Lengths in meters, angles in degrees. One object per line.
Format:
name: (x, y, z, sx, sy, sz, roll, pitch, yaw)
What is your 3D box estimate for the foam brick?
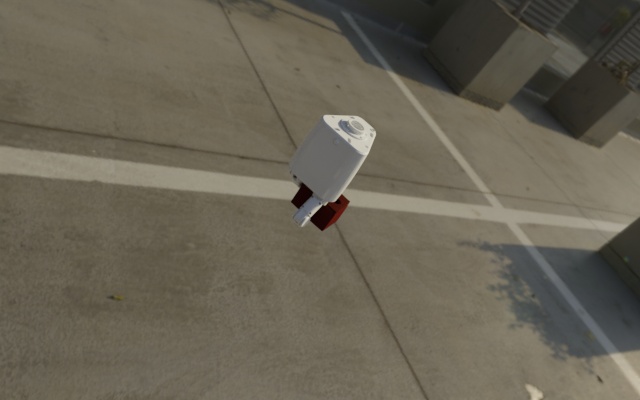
foam brick: (0.000, 0.003, 0.813, 0.051, 0.078, 0.053, -54, -11, 35)
